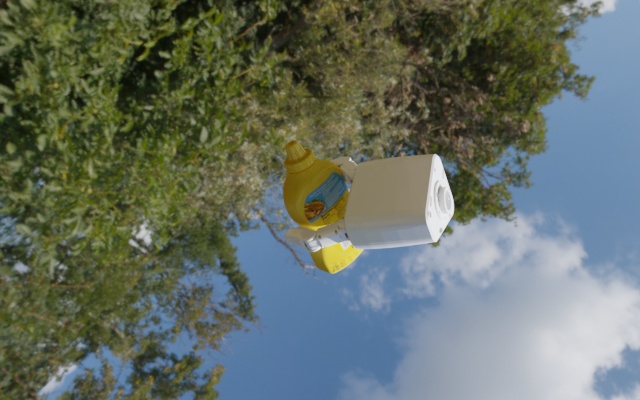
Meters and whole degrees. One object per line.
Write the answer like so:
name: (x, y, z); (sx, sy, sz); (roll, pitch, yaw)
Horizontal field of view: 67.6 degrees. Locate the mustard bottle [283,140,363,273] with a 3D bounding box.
mustard bottle: (0.000, 0.002, 0.658); (0.096, 0.192, 0.058); (-42, 33, -26)
